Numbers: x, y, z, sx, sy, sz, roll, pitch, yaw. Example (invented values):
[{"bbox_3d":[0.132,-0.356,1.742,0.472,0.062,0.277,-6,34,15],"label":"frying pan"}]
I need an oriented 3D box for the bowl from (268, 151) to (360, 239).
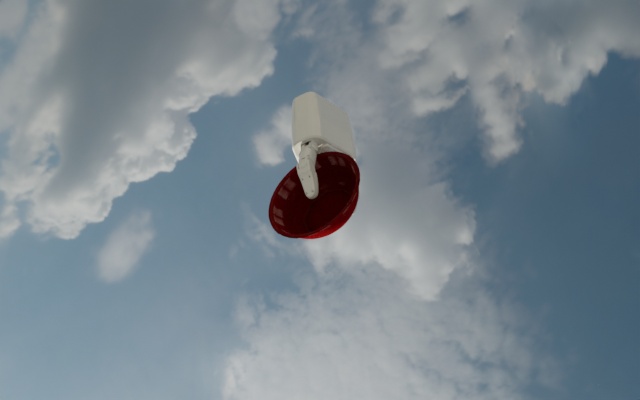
[{"bbox_3d":[0.000,0.004,0.743,0.162,0.162,0.055,0,-35,38],"label":"bowl"}]
